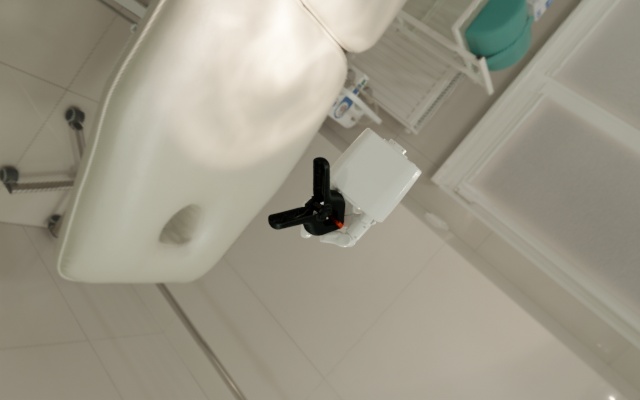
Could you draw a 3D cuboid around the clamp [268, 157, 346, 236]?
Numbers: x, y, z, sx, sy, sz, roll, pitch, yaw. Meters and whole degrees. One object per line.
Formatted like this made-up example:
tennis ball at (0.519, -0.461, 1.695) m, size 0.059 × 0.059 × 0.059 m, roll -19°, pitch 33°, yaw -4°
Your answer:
clamp at (0.001, 0.003, 0.721) m, size 0.039 × 0.120 × 0.171 m, roll 44°, pitch 11°, yaw 26°
